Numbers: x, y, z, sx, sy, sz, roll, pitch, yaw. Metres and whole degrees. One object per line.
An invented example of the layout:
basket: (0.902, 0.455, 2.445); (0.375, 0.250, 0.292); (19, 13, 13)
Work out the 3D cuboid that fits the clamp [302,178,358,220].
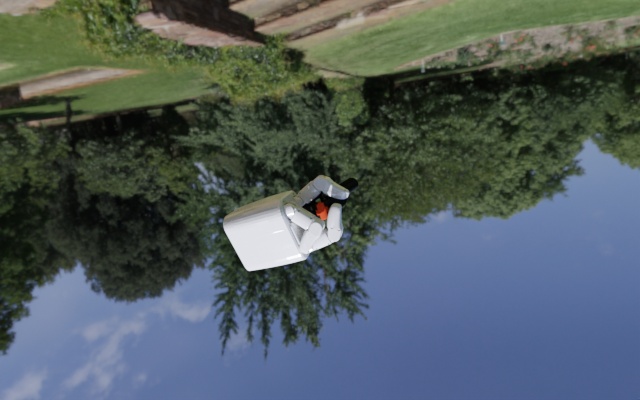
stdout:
clamp: (0.000, 0.003, 0.847); (0.120, 0.039, 0.171); (-25, 6, 18)
